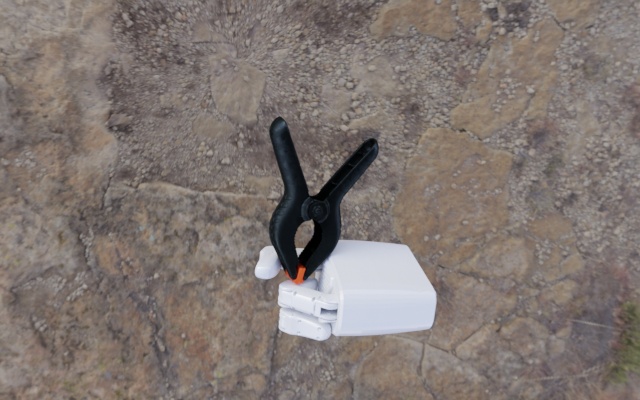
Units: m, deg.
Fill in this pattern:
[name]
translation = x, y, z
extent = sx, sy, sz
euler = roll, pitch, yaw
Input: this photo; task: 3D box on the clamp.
[clamp]
translation = 0.000, 0.002, 0.500
extent = 0.120, 0.171, 0.039
euler = 1, 16, -17
